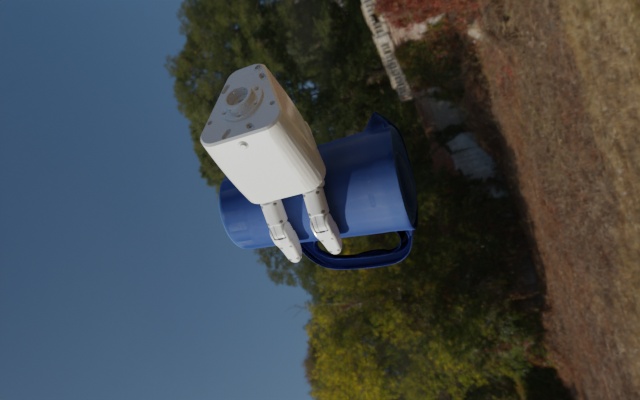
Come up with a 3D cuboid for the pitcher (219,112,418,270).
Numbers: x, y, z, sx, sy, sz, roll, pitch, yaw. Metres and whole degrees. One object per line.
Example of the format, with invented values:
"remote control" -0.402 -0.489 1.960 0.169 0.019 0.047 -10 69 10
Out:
"pitcher" 0.000 0.002 0.615 0.243 0.149 0.145 -12 -37 19
